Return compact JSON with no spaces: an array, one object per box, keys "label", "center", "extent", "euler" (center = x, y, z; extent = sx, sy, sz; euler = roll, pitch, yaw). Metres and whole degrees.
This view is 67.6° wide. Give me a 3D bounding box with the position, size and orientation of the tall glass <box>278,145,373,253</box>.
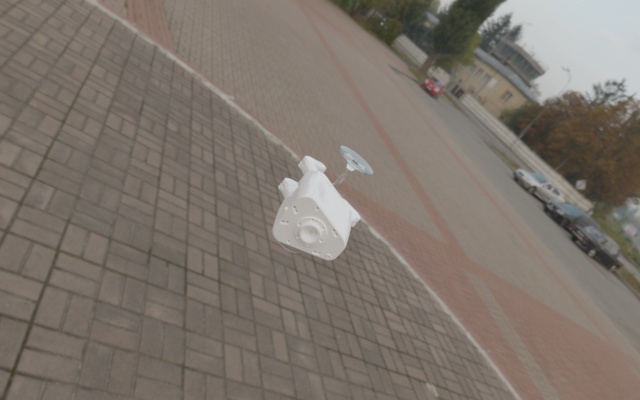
[{"label":"tall glass","center":[0.001,0.002,0.838],"extent":[0.079,0.201,0.079],"euler":[34,22,-16]}]
